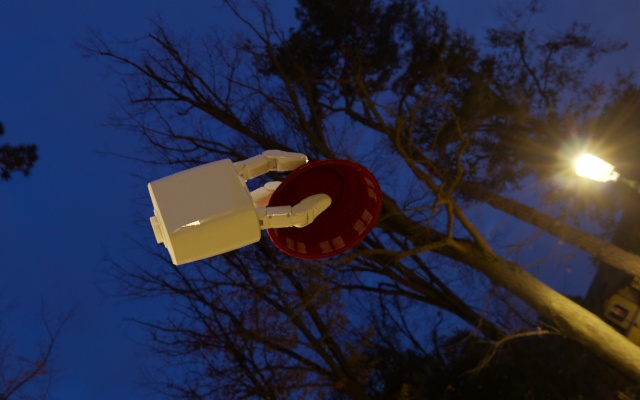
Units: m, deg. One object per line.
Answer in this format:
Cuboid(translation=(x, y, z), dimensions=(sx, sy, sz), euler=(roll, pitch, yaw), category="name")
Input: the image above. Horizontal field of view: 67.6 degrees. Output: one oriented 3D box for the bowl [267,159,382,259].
Cuboid(translation=(0.001, 0.002, 0.654), dimensions=(0.162, 0.162, 0.055), euler=(0, 34, -18), category="bowl")
